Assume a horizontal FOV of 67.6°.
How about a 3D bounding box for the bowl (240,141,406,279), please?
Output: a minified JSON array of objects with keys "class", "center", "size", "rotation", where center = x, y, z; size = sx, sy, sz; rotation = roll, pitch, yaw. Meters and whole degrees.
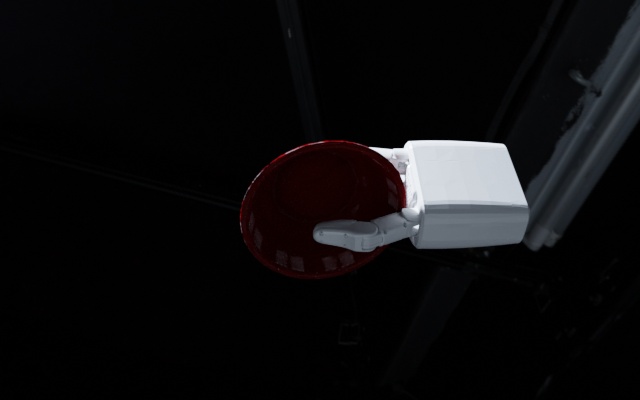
[{"class":"bowl","center":[-0.001,0.001,0.476],"size":[0.162,0.162,0.055],"rotation":[0,34,-14]}]
